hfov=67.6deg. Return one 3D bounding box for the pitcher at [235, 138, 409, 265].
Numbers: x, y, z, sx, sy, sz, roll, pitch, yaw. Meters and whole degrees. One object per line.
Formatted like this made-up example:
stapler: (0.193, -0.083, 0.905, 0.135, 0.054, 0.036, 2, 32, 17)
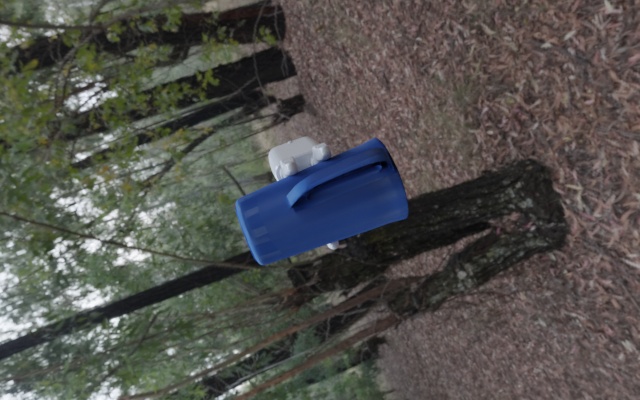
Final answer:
pitcher: (0.000, 0.002, 0.717, 0.243, 0.149, 0.145, -21, 25, -6)
